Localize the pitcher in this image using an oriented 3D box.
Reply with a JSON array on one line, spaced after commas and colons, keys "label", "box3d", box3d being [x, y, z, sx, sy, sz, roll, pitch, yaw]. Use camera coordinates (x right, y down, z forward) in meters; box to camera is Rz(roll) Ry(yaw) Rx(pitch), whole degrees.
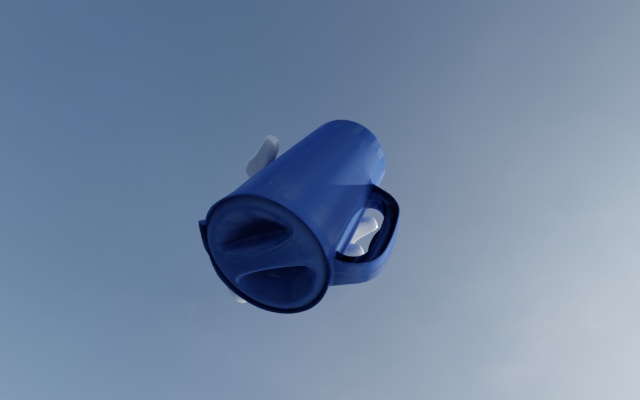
[{"label": "pitcher", "box3d": [0.000, 0.002, 0.528, 0.145, 0.149, 0.242, -37, 8, 37]}]
